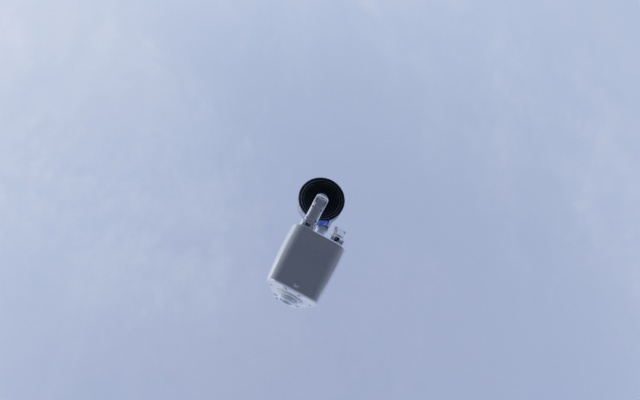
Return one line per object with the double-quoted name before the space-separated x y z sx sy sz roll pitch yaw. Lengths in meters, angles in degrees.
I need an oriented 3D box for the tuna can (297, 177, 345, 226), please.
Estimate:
"tuna can" 0.000 0.003 0.880 0.086 0.086 0.034 0 -21 -9
